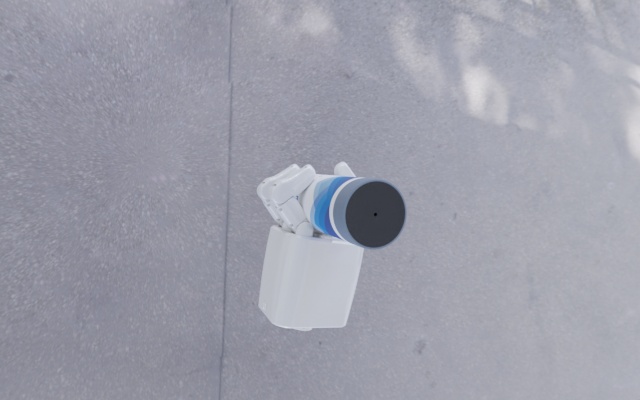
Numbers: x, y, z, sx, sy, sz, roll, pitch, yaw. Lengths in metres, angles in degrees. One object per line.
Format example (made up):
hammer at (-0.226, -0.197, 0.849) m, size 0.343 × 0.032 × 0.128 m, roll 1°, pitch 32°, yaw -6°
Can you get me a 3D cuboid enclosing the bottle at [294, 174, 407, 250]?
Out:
bottle at (0.000, 0.002, 0.578) m, size 0.069 × 0.069 × 0.295 m, roll 0°, pitch 4°, yaw -20°
